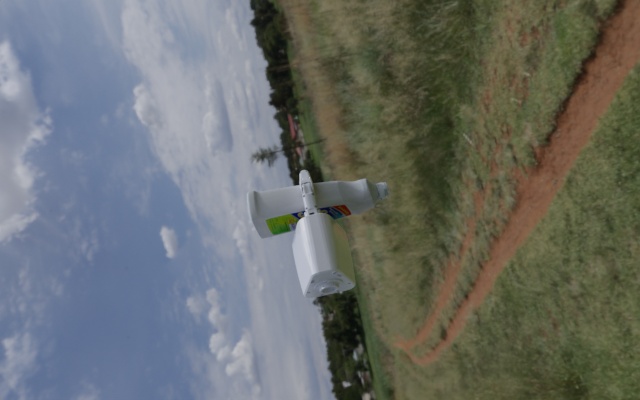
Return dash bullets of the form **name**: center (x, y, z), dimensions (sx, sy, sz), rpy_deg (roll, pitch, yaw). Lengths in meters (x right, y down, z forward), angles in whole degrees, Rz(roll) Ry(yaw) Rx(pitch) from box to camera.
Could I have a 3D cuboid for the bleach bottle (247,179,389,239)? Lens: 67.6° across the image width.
- **bleach bottle**: center (0.000, 0.003, 0.874), dimensions (0.251, 0.068, 0.103), rpy_deg (-13, -31, 0)
